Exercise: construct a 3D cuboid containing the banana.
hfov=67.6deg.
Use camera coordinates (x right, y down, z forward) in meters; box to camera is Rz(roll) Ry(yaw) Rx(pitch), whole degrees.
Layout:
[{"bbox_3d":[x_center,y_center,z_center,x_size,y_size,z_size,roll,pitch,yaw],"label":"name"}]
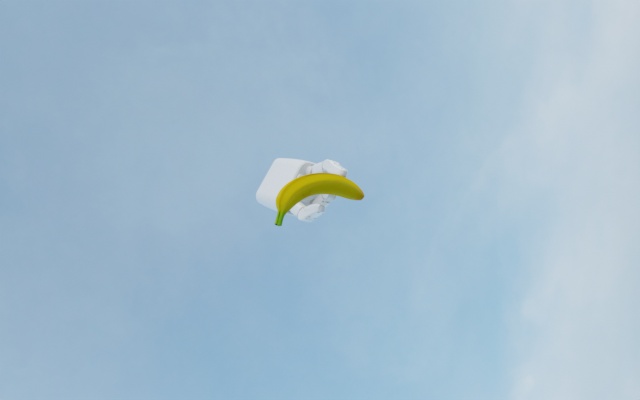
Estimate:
[{"bbox_3d":[-0.004,-0.014,0.822,0.198,0.070,0.037,-16,19,-35],"label":"banana"}]
